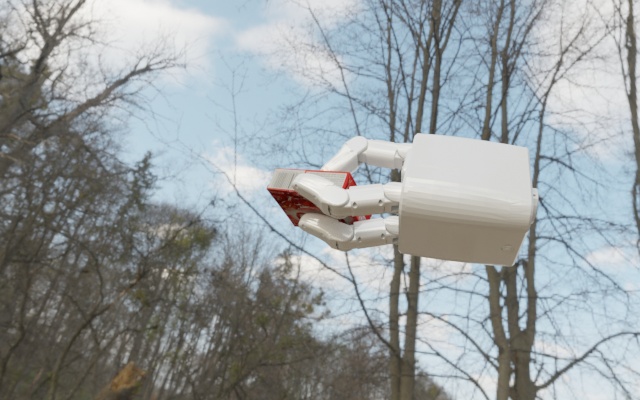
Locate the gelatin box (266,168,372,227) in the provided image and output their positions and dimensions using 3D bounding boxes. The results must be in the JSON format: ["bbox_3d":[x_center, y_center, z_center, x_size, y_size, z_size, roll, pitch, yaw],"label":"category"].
[{"bbox_3d":[0.000,0.001,0.489,0.089,0.030,0.073,5,-32,28],"label":"gelatin box"}]
